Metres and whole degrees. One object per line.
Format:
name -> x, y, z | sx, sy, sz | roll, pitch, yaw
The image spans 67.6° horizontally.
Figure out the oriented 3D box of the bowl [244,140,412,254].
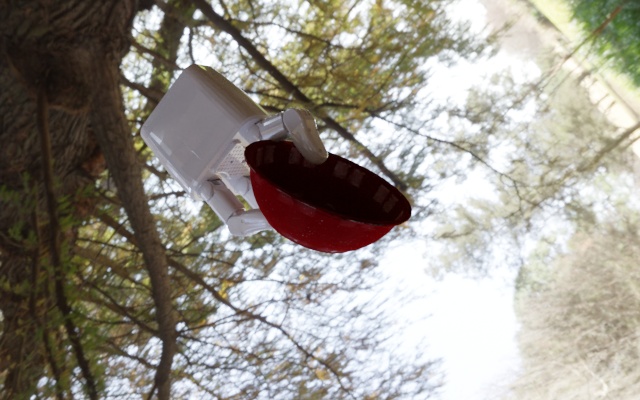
bowl -> 0.001, 0.003, 0.443 | 0.162, 0.055, 0.162 | 19, 21, -7
